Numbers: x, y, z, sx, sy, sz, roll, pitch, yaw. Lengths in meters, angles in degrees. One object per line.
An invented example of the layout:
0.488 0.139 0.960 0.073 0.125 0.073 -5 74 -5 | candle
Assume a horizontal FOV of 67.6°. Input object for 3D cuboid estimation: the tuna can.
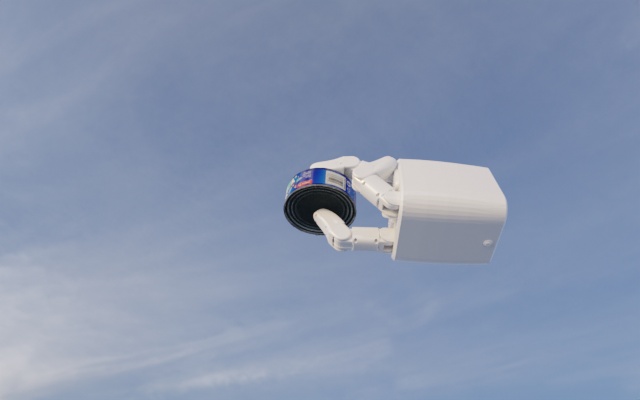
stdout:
0.000 0.001 0.570 0.086 0.033 0.086 2 -44 2 | tuna can
